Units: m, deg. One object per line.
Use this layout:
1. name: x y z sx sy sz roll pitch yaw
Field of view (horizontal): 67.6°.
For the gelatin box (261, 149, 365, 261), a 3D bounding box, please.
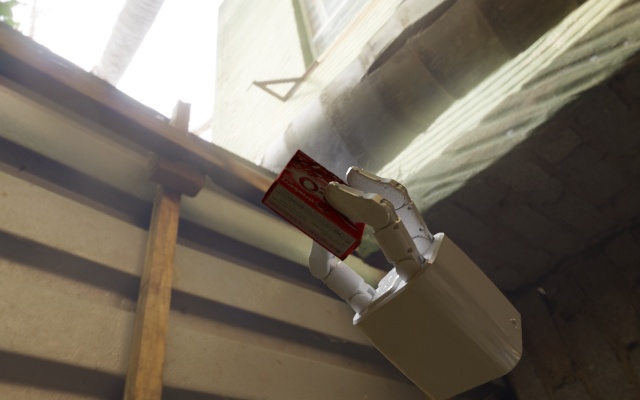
1. gelatin box: 0.000 0.001 0.425 0.089 0.030 0.073 36 29 -6
